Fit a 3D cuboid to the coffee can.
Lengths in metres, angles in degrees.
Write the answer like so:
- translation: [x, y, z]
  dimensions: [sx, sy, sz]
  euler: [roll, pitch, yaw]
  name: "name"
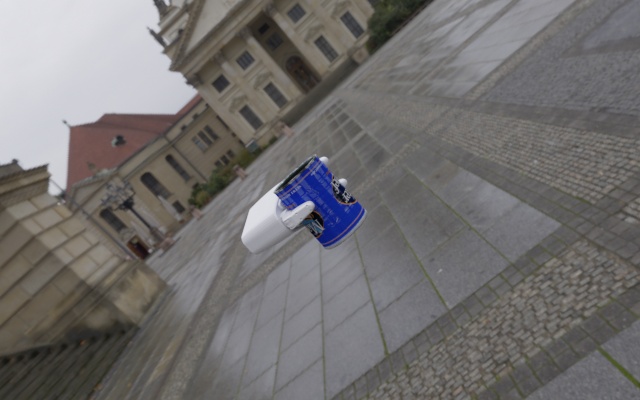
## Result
- translation: [0.000, 0.003, 0.854]
  dimensions: [0.103, 0.140, 0.102]
  euler: [-40, 11, 9]
  name: "coffee can"
